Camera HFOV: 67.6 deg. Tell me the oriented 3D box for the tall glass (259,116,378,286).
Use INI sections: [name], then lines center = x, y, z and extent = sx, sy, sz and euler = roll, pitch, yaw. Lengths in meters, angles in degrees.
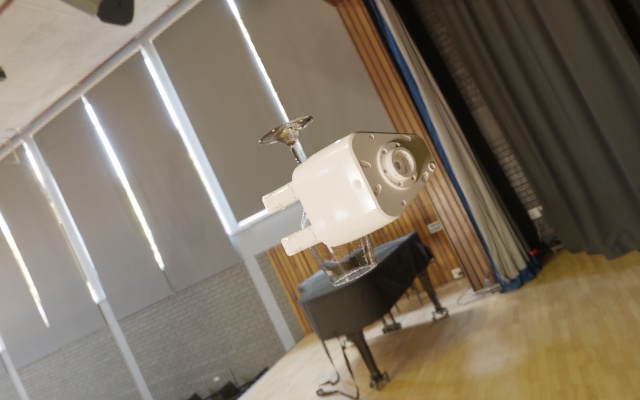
[tall glass]
center = 0.000, 0.001, 0.590
extent = 0.079, 0.201, 0.079
euler = -25, -2, -1
